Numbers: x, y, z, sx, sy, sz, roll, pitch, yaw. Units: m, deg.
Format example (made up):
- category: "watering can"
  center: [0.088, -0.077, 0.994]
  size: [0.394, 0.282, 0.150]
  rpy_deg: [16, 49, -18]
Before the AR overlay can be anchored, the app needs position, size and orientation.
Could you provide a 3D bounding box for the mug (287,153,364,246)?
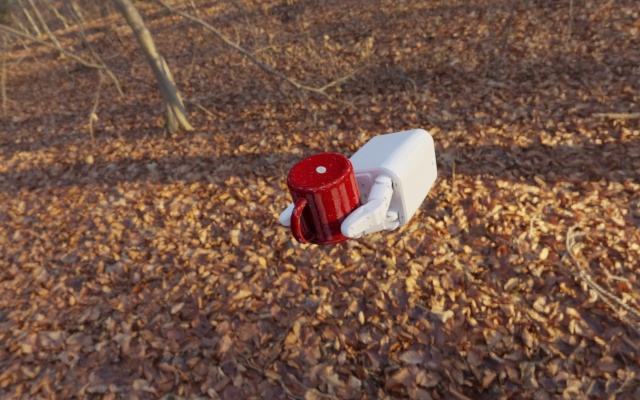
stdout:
- category: "mug"
  center: [-0.001, 0.003, 0.581]
  size: [0.093, 0.082, 0.117]
  rpy_deg: [14, 45, 35]
